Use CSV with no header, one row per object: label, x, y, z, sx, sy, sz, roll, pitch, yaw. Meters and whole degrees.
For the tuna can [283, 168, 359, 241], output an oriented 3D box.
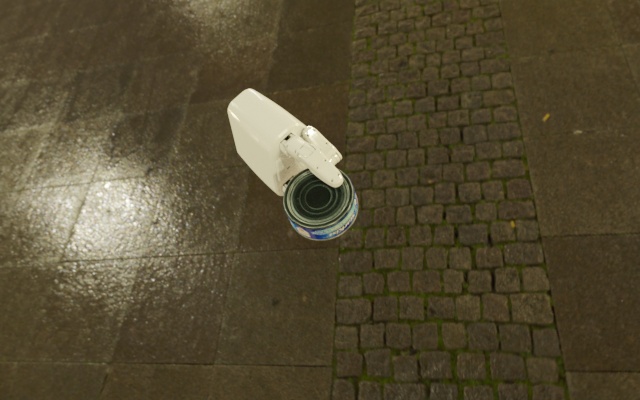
tuna can,0.000,0.002,0.561,0.086,0.086,0.034,0,-27,13
